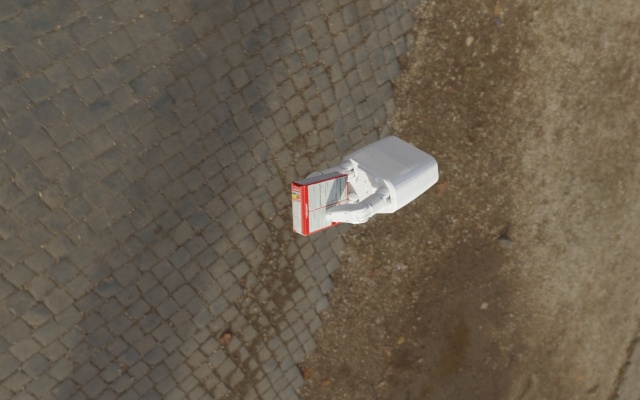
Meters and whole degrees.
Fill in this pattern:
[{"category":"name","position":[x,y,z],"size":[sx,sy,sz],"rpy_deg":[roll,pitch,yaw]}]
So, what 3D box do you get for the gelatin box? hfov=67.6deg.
[{"category":"gelatin box","position":[0.000,0.002,0.685],"size":[0.089,0.073,0.030],"rpy_deg":[-17,25,-41]}]
